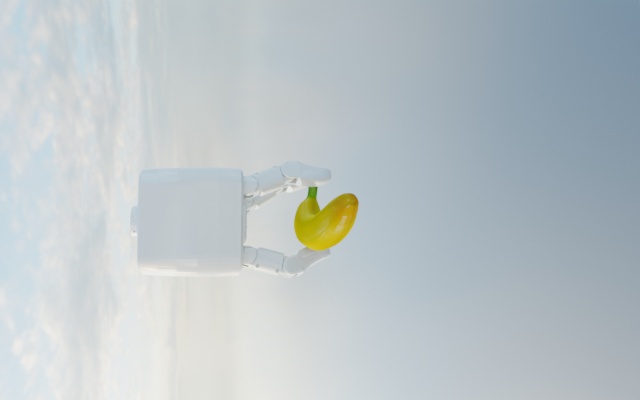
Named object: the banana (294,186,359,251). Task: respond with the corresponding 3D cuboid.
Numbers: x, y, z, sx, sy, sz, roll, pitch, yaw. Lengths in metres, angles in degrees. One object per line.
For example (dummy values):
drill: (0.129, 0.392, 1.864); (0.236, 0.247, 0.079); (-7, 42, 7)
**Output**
banana: (-0.002, 0.020, 0.508); (0.037, 0.069, 0.198); (3, 4, -13)
